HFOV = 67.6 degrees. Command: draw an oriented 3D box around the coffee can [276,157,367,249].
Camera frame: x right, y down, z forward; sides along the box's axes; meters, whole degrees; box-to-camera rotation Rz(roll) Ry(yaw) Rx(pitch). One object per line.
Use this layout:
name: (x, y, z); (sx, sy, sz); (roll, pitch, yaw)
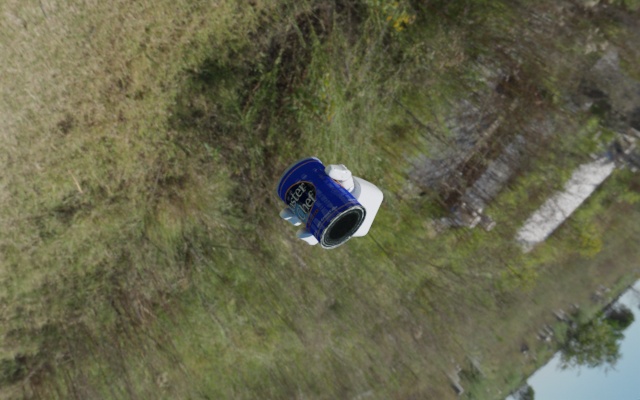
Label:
coffee can: (0.000, 0.003, 0.862); (0.103, 0.103, 0.140); (0, 40, -51)
